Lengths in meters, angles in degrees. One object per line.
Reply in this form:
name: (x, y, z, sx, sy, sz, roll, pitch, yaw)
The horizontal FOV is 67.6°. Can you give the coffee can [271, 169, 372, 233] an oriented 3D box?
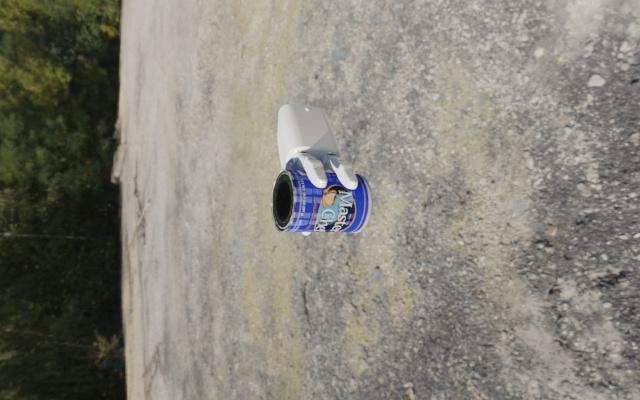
coffee can: (0.000, 0.003, 0.797, 0.140, 0.103, 0.103, 2, -1, -27)
